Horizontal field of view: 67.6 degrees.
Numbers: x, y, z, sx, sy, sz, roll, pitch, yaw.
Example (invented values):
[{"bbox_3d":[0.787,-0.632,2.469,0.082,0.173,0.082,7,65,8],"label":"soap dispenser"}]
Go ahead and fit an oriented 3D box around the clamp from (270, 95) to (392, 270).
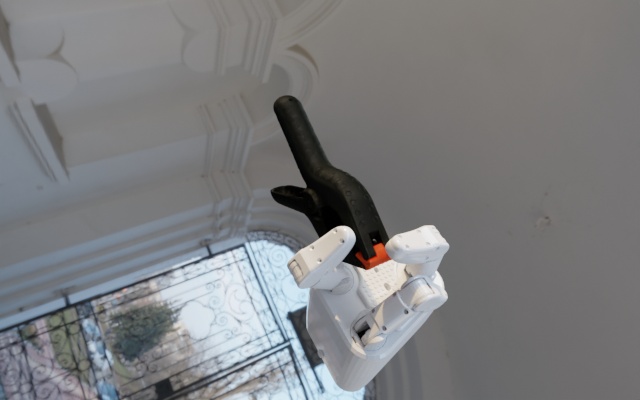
[{"bbox_3d":[0.001,0.001,0.424,0.039,0.171,0.120,-21,-32,-21],"label":"clamp"}]
